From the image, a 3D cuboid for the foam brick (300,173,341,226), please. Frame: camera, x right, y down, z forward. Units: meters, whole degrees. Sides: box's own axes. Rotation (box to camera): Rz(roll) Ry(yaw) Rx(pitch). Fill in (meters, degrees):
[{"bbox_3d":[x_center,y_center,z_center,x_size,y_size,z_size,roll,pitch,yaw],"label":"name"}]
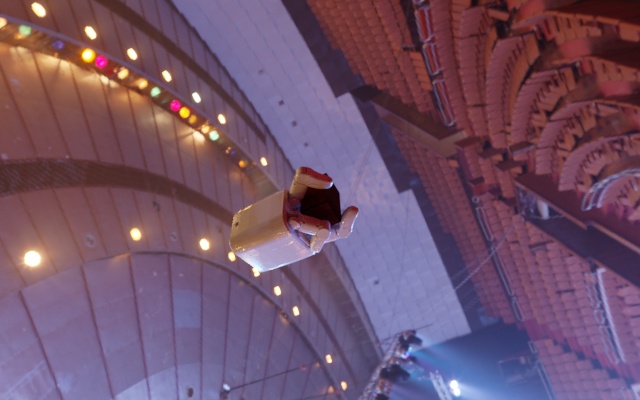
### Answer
[{"bbox_3d":[0.000,0.002,0.792,0.051,0.053,0.078,-23,35,16],"label":"foam brick"}]
